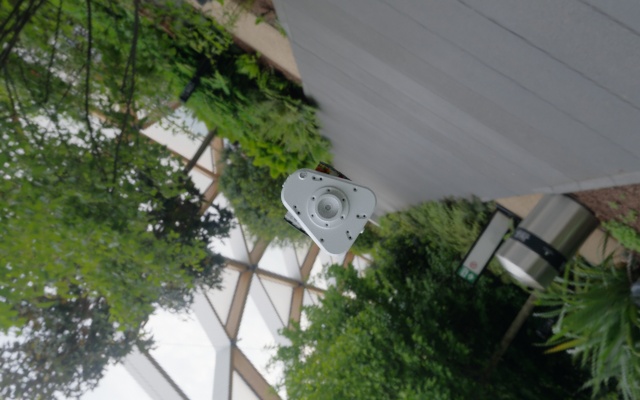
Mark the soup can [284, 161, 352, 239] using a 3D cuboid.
[{"bbox_3d":[0.000,0.002,0.709,0.068,0.102,0.068,33,0,0],"label":"soup can"}]
